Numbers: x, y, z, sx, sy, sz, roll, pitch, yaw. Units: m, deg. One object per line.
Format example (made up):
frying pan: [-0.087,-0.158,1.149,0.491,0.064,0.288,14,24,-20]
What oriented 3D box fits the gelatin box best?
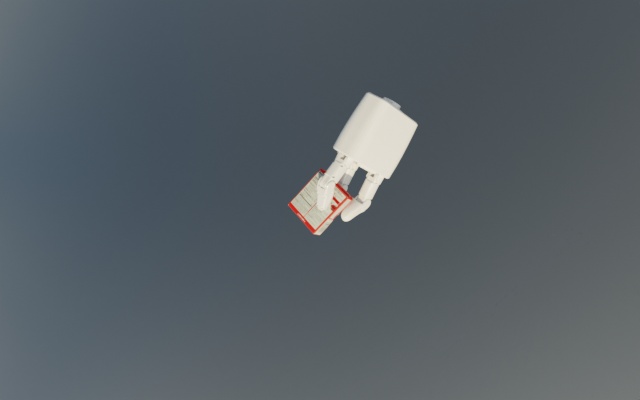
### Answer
gelatin box: [0.000,0.003,0.814,0.073,0.089,0.030,47,10,22]
